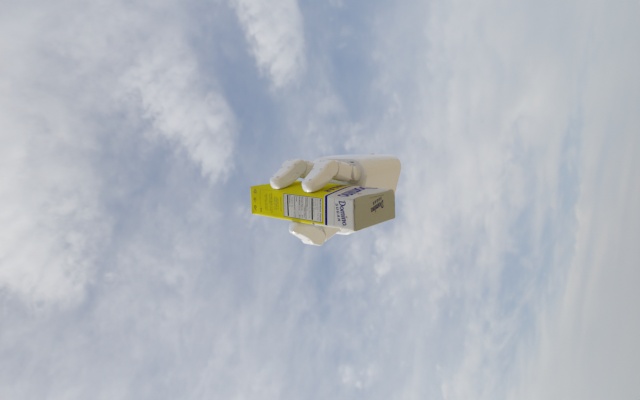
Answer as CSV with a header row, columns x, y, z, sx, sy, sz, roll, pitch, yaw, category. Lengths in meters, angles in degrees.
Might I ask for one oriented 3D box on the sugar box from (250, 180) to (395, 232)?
x,y,z,sx,sy,sz,roll,pitch,yaw,category
0.000,0.001,0.629,0.176,0.048,0.093,4,11,39,sugar box
